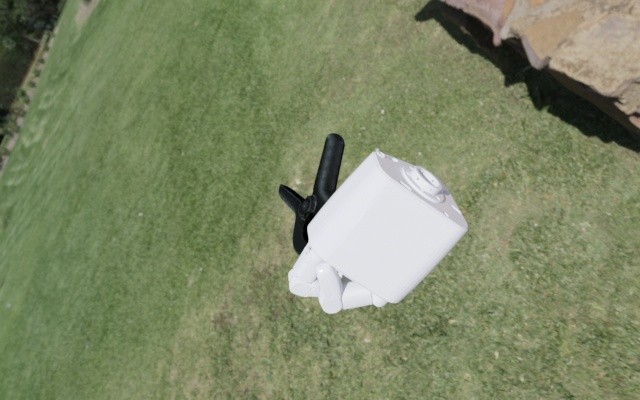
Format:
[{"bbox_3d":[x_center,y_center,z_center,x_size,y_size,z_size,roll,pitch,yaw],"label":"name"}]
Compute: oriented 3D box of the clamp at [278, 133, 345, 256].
[{"bbox_3d":[0.000,0.002,0.556,0.039,0.120,0.171,16,35,-30],"label":"clamp"}]
